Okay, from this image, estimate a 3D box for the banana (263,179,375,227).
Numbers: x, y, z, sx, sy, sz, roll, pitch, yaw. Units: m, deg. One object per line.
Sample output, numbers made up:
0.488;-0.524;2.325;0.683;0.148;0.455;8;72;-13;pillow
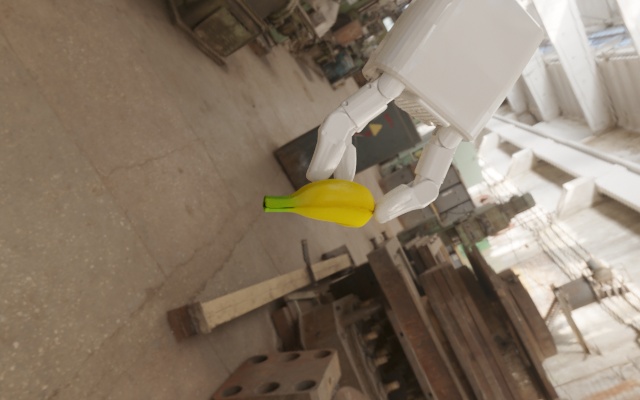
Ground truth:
0.017;0.003;0.436;0.069;0.037;0.198;7;-4;17;banana
